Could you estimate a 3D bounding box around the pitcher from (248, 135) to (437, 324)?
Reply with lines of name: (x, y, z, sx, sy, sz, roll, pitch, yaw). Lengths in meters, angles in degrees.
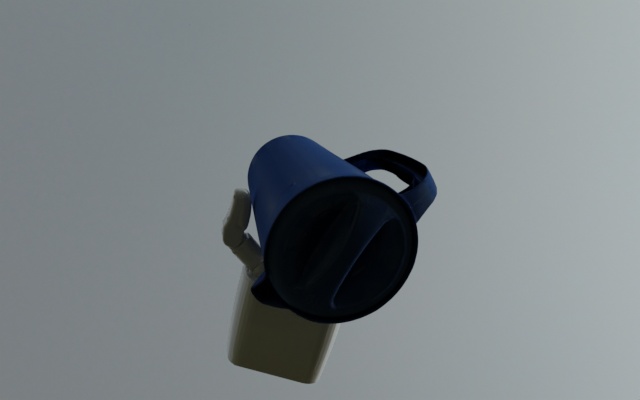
pitcher: (0.000, 0.002, 0.495, 0.149, 0.145, 0.242, 9, 17, -18)
